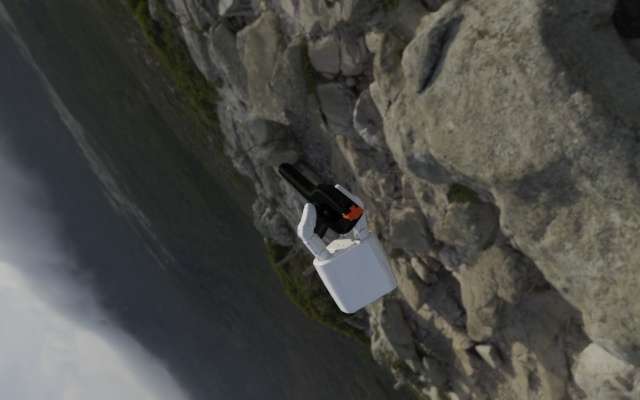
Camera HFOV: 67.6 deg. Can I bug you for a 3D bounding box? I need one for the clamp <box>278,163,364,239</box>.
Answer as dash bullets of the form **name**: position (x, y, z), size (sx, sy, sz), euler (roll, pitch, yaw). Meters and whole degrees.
- **clamp**: position (0.000, 0.003, 0.818), size (0.036, 0.164, 0.210), euler (-35, 13, -21)
